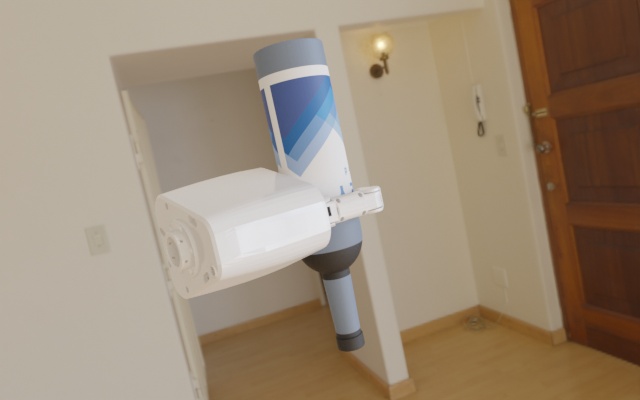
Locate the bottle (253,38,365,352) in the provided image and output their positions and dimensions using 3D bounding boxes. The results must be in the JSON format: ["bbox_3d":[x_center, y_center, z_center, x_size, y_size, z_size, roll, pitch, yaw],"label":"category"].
[{"bbox_3d":[0.000,0.001,0.461,0.069,0.296,0.069,-12,6,1],"label":"bottle"}]
